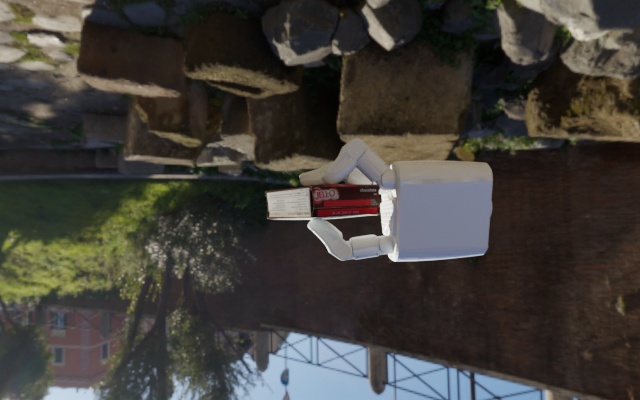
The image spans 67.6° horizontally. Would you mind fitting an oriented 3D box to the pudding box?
[{"bbox_3d":[0.000,0.002,0.548,0.090,0.039,0.113,-1,-4,-31],"label":"pudding box"}]
